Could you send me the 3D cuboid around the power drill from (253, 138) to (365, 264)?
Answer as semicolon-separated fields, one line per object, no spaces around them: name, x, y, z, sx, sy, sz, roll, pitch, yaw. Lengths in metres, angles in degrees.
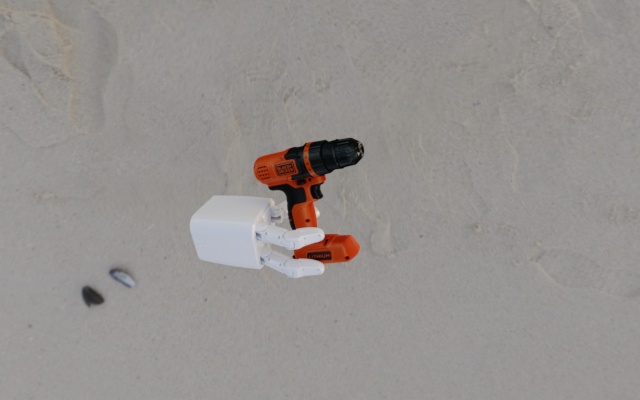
power drill;0.000;0.003;0.732;0.184;0.188;0.057;-8;16;31
